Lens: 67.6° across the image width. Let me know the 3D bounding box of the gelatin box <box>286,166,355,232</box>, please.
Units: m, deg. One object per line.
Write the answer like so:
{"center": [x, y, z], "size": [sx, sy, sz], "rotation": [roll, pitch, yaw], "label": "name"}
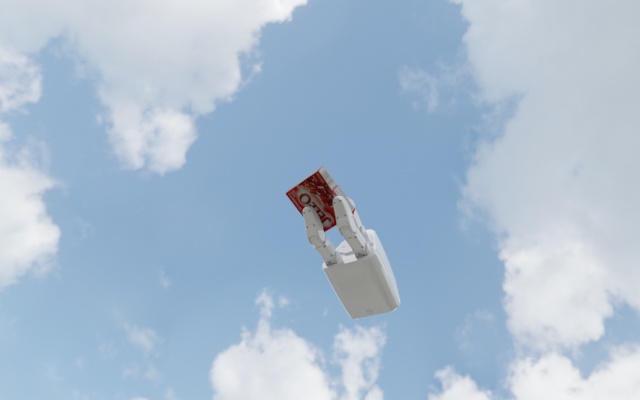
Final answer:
{"center": [0.000, 0.002, 0.754], "size": [0.073, 0.089, 0.030], "rotation": [-33, 6, 30], "label": "gelatin box"}
